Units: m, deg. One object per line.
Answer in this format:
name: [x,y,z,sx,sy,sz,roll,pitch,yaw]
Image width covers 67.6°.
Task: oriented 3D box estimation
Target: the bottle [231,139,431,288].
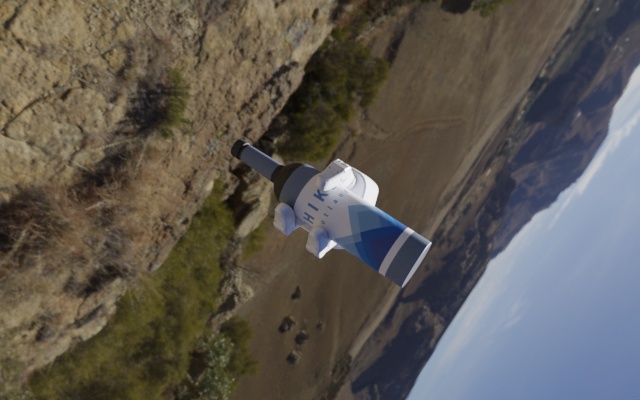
bottle: [0.000,0.002,0.626,0.295,0.069,0.069,33,11,18]
